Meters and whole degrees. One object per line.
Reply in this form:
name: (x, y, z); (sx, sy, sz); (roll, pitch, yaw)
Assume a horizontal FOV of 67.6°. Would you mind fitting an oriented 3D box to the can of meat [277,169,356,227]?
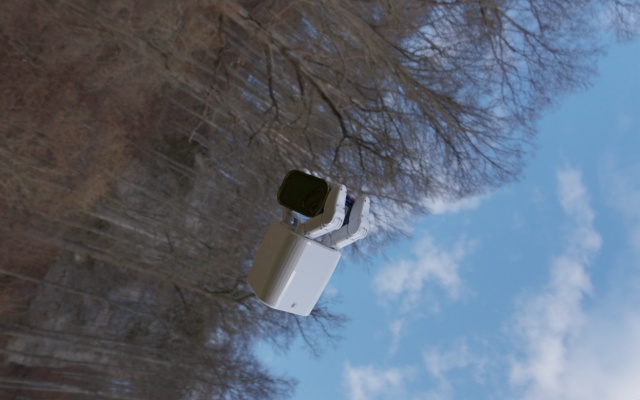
can of meat: (0.000, 0.002, 0.706); (0.084, 0.057, 0.102); (27, -3, -42)
